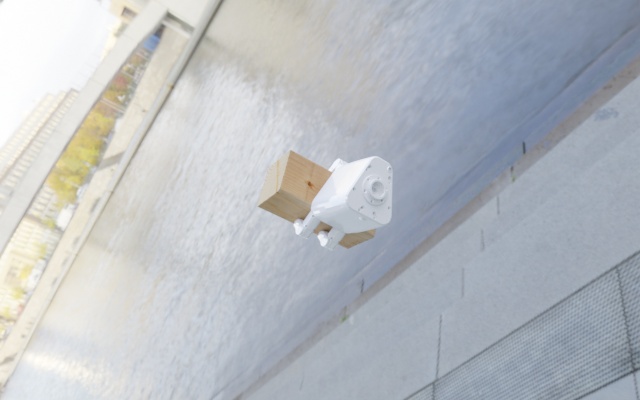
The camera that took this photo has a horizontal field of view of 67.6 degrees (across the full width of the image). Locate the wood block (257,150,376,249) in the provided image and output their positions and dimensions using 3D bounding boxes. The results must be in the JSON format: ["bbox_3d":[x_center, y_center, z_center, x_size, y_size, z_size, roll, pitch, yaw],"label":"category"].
[{"bbox_3d":[0.000,0.002,0.893,0.206,0.090,0.090,27,-33,-23],"label":"wood block"}]
